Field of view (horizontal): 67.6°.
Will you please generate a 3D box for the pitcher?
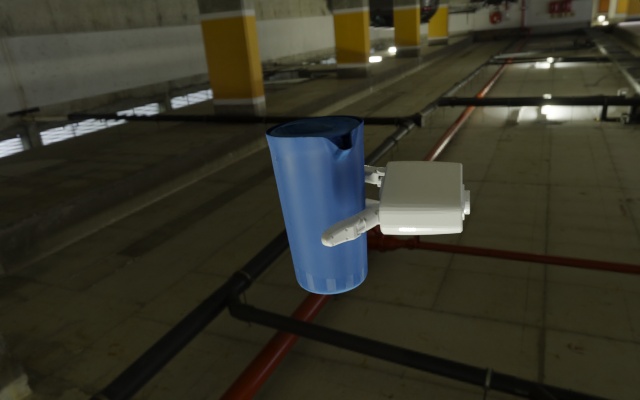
[{"bbox_3d":[0.000,0.002,0.691,0.145,0.243,0.149,0,21,17],"label":"pitcher"}]
